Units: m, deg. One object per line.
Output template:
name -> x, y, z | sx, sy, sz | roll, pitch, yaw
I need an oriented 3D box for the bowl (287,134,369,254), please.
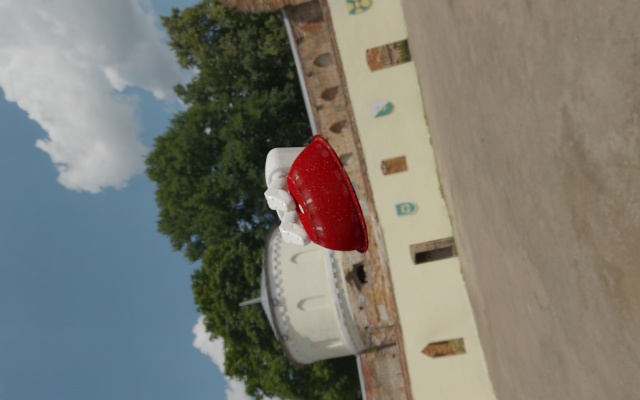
bowl -> 0.000, 0.002, 0.598 | 0.055, 0.162, 0.162 | -23, 4, -11
